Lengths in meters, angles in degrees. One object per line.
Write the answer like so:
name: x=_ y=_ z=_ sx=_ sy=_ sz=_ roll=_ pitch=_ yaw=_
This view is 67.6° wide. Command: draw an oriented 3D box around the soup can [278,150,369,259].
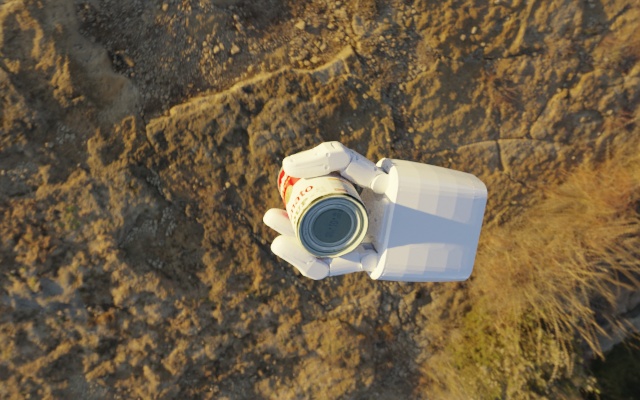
soup can: x=0.000 y=0.001 z=0.459 sx=0.068 sy=0.068 sz=0.102 roll=0 pitch=27 yaw=-15
